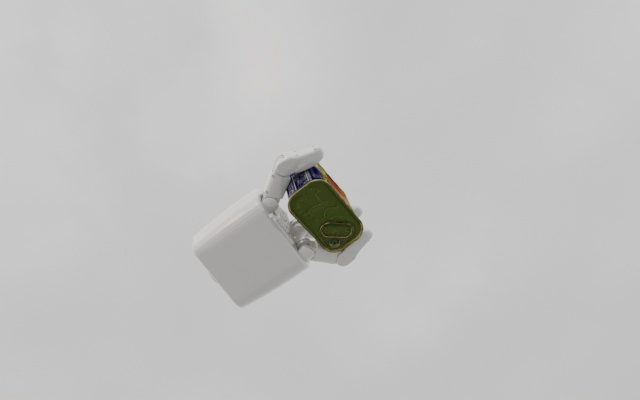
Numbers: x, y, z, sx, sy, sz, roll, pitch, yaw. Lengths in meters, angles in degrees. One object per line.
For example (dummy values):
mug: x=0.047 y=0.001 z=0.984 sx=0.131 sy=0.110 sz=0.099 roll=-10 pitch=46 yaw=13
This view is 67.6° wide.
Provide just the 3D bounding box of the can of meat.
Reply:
can of meat: x=0.000 y=0.002 z=0.598 sx=0.057 sy=0.102 sz=0.084 roll=-37 pitch=28 yaw=9
